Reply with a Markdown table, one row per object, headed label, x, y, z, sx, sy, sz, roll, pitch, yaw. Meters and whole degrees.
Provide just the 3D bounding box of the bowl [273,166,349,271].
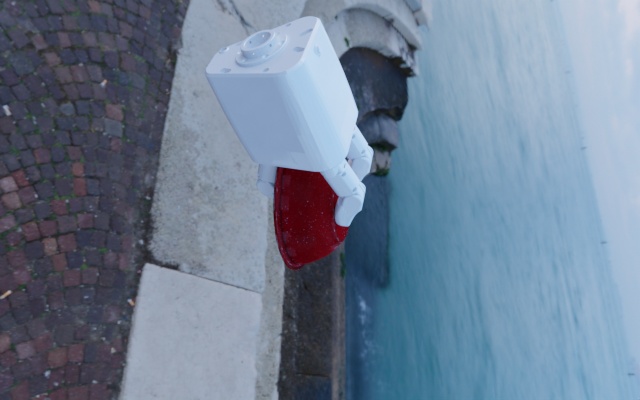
| label | x | y | z | sx | sy | sz | roll | pitch | yaw |
| --- | --- | --- | --- | --- | --- | --- | --- | --- | --- |
| bowl | 0.001 | 0.002 | 0.553 | 0.055 | 0.162 | 0.162 | 2 | 0 | 16 |
